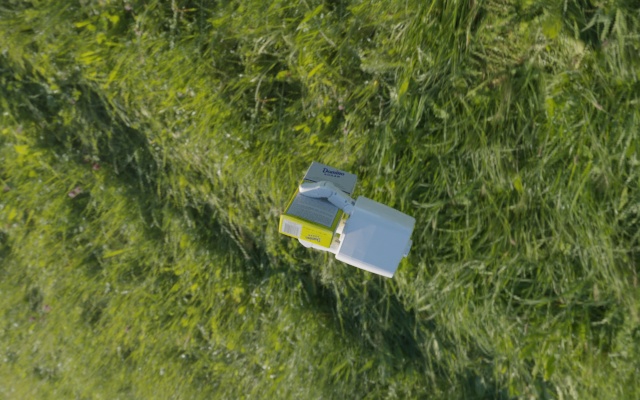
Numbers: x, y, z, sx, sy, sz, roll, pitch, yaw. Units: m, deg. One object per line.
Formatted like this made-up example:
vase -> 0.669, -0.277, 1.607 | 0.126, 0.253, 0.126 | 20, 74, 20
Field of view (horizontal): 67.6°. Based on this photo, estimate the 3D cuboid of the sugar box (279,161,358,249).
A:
sugar box -> 0.000, 0.003, 0.851 | 0.093, 0.048, 0.176 | 19, 37, 7
